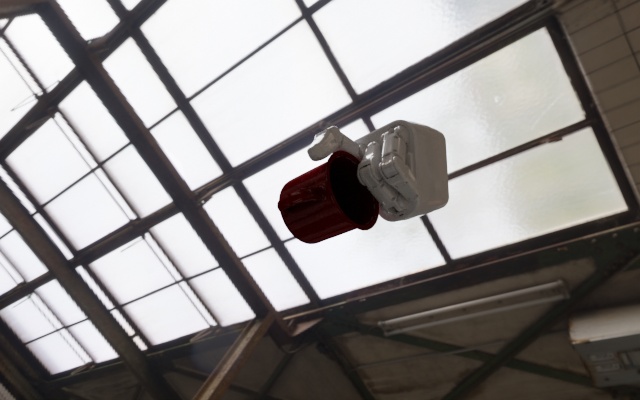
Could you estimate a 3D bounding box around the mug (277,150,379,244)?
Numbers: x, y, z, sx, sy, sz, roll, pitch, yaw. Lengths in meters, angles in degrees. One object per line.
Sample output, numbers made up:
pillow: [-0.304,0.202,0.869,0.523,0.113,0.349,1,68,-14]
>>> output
mug: [-0.001,0.002,0.534,0.081,0.093,0.117,-24,-12,35]
